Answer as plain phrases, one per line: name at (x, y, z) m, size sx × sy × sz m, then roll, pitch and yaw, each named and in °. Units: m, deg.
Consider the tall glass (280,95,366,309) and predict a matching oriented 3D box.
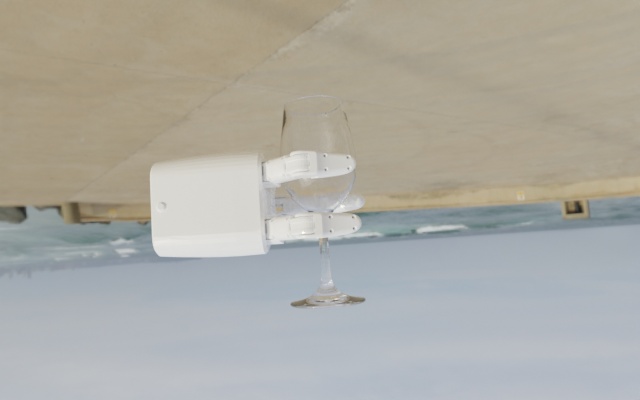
tall glass at (0.000, 0.002, 0.477) m, size 0.079 × 0.201 × 0.079 m, roll -4°, pitch -5°, yaw 0°
